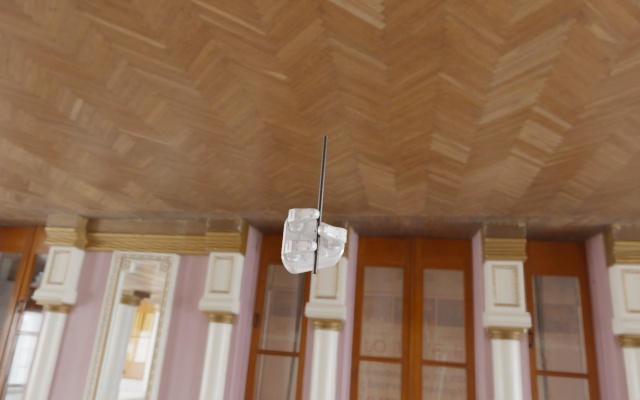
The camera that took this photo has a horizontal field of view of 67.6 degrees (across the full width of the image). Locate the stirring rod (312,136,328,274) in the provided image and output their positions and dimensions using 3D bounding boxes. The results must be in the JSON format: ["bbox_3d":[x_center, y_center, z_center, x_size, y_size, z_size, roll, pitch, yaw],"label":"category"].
[{"bbox_3d":[0.000,0.003,0.798,0.011,0.239,0.011,4,-18,1],"label":"stirring rod"}]
